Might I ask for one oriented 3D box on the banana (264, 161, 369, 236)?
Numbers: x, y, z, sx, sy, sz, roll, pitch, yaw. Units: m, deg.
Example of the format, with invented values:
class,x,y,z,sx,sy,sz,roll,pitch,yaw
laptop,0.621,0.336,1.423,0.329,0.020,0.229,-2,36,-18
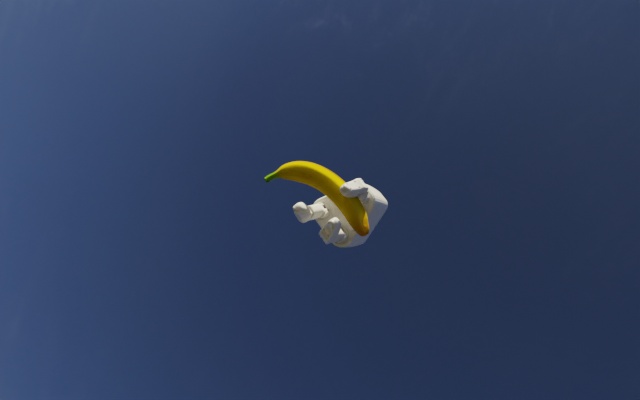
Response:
class,x,y,z,sx,sy,sz,roll,pitch,yaw
banana,0.006,-0.015,0.782,0.198,0.069,0.037,29,-2,17
